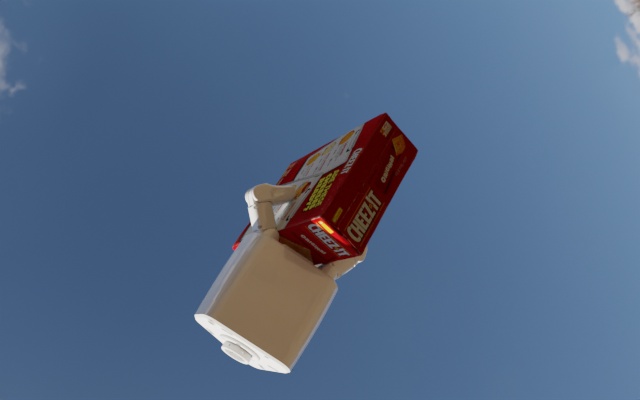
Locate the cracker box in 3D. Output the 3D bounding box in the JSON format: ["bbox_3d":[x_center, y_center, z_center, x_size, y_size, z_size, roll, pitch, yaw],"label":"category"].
[{"bbox_3d":[0.000,0.002,0.591,0.072,0.164,0.214,43,-32,-18],"label":"cracker box"}]
